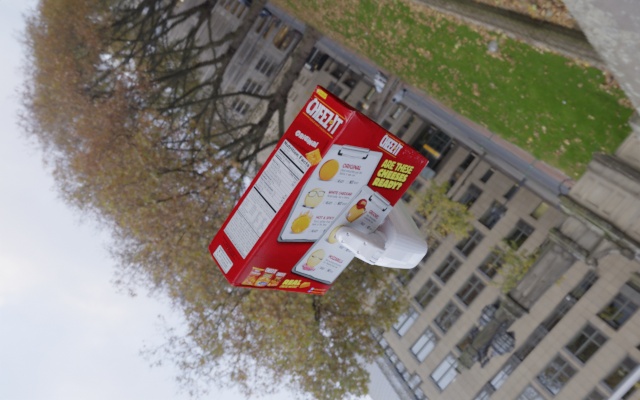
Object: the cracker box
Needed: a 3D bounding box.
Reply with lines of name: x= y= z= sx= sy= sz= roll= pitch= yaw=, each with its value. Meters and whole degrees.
cracker box: x=0.000 y=0.002 z=0.534 sx=0.164 sy=0.214 sz=0.072 roll=20 pitch=20 yaw=-51
